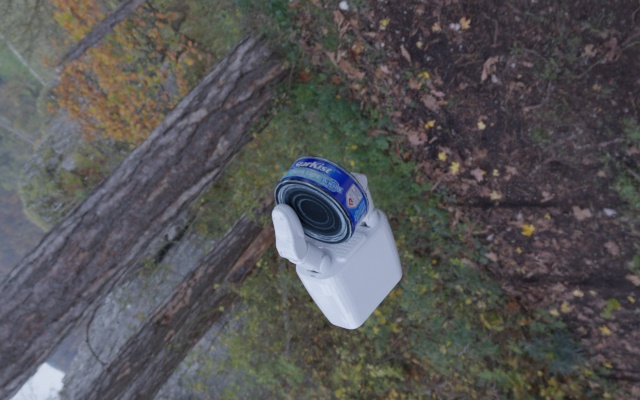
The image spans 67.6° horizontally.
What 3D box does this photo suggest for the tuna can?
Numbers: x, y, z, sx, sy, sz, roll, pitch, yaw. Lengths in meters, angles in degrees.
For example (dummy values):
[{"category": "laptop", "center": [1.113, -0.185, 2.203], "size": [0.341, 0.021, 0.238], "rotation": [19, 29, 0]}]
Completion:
[{"category": "tuna can", "center": [0.000, 0.002, 0.448], "size": [0.086, 0.086, 0.033], "rotation": [0, 43, 43]}]
